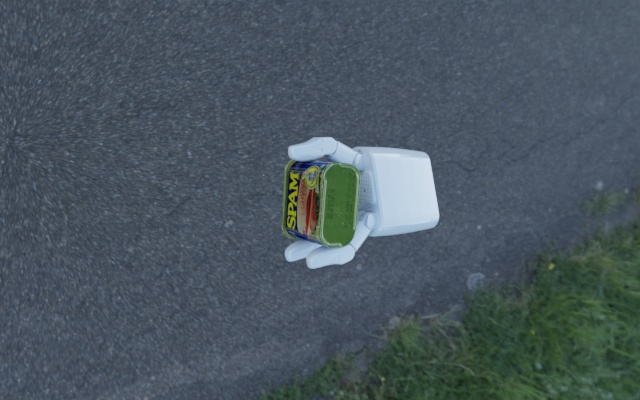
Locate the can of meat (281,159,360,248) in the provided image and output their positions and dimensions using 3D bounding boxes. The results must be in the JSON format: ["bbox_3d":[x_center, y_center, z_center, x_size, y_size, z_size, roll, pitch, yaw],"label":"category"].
[{"bbox_3d":[0.000,0.002,0.569,0.057,0.102,0.084,1,5,-34],"label":"can of meat"}]
